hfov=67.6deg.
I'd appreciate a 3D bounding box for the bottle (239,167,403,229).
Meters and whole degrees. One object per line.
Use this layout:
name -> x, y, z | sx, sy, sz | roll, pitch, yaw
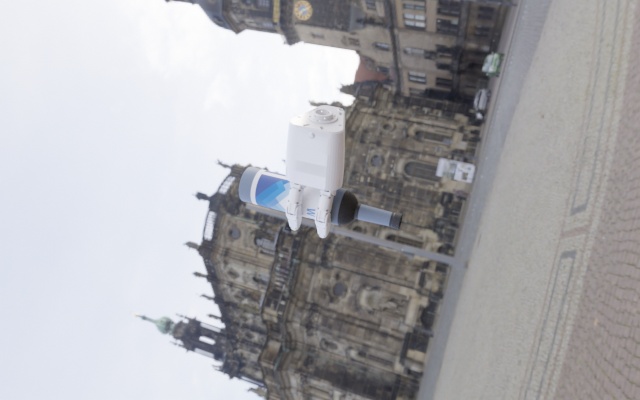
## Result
bottle -> 0.000, 0.003, 0.859 | 0.295, 0.069, 0.069 | 14, 4, 15
